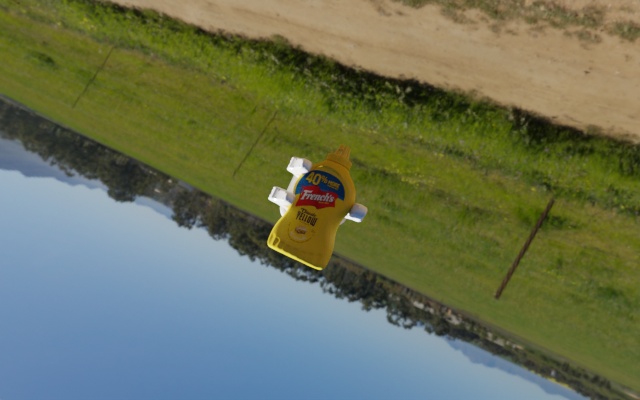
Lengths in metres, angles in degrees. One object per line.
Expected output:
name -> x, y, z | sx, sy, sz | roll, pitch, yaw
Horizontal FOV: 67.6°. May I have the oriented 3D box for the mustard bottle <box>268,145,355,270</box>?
mustard bottle -> 0.000, 0.003, 0.736 | 0.096, 0.191, 0.058 | 22, -8, 22
